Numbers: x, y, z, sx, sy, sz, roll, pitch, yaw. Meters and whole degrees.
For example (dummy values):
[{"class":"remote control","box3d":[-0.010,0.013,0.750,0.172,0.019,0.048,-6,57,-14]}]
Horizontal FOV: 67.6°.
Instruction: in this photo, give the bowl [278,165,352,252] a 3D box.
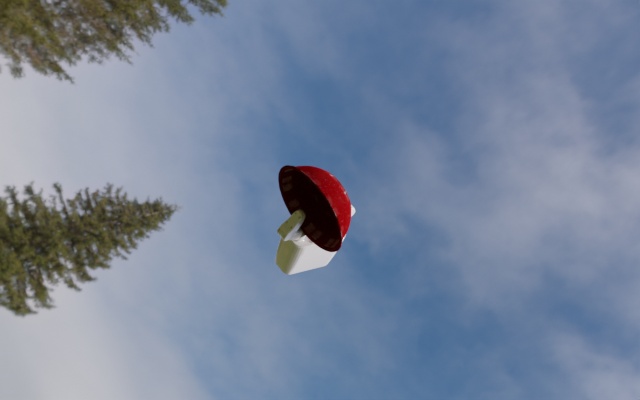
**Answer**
[{"class":"bowl","box3d":[0.001,0.002,0.778,0.055,0.162,0.162,-33,15,-24]}]
